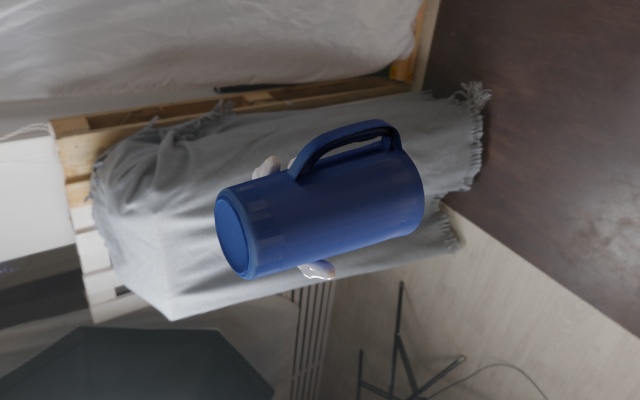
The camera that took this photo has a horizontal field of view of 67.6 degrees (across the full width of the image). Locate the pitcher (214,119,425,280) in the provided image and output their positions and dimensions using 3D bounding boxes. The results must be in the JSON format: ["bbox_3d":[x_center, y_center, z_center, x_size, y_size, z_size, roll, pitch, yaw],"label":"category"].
[{"bbox_3d":[0.000,0.002,0.588,0.243,0.149,0.145,-16,-5,-30],"label":"pitcher"}]
